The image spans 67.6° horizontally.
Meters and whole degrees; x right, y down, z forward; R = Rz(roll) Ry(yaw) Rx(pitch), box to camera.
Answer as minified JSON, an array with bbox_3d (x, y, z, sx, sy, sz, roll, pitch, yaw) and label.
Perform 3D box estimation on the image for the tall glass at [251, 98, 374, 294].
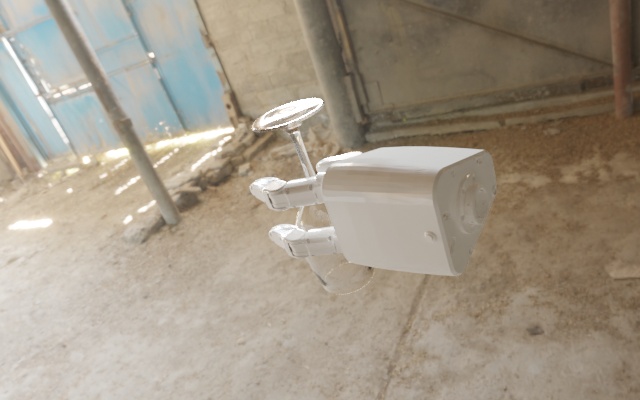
[{"bbox_3d":[0.000,0.001,0.498,0.079,0.201,0.079,-17,25,8],"label":"tall glass"}]
